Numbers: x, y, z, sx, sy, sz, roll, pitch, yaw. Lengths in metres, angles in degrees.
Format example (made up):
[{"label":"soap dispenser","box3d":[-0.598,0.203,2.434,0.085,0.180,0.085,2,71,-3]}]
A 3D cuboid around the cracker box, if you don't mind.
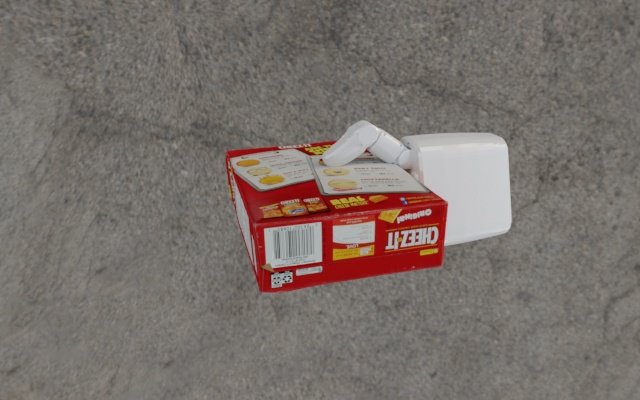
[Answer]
[{"label":"cracker box","box3d":[0.000,0.001,0.476,0.164,0.072,0.213,-7,22,-14]}]
